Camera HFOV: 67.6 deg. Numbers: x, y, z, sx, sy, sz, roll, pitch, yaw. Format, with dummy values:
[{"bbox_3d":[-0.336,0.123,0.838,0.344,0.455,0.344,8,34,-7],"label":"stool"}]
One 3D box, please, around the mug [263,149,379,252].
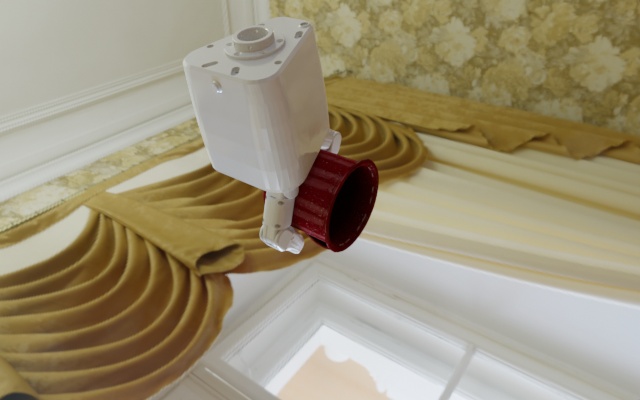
[{"bbox_3d":[0.000,0.003,0.476,0.081,0.117,0.093,22,50,28],"label":"mug"}]
